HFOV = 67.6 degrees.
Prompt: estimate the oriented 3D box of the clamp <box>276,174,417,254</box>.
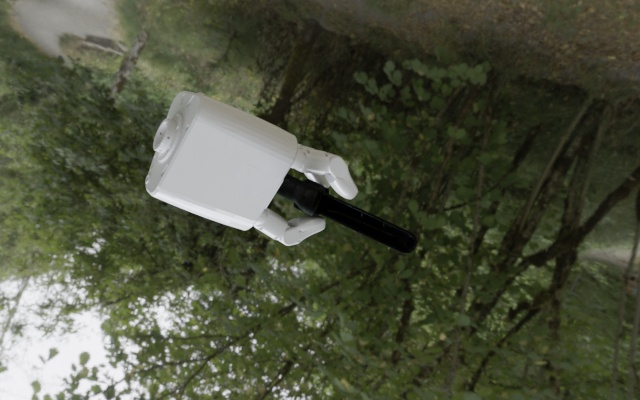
[{"bbox_3d":[-0.001,0.002,0.541,0.164,0.036,0.210,26,0,-35],"label":"clamp"}]
